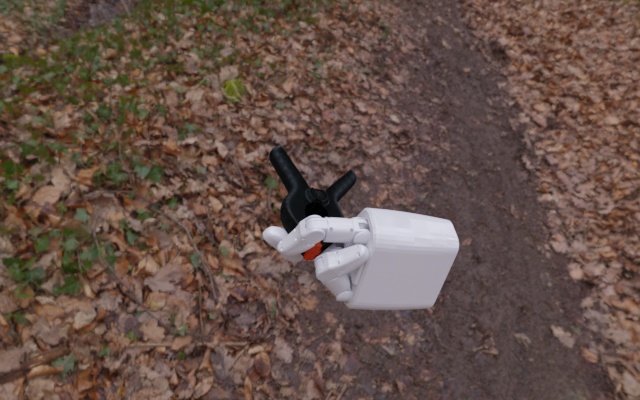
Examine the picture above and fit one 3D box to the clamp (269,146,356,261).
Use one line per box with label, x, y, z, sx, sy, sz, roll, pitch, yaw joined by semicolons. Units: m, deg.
clamp;0.000;0.002;0.585;0.120;0.171;0.039;6;-44;-17
